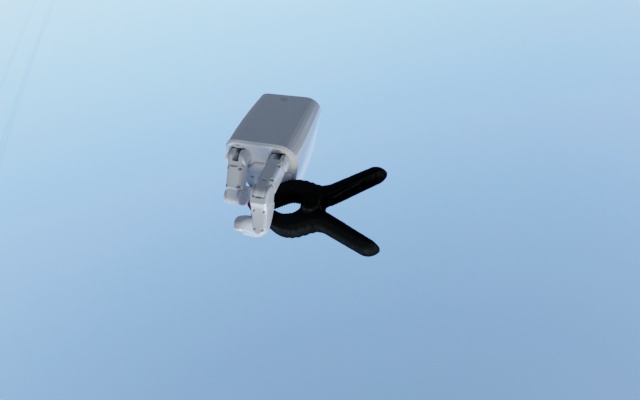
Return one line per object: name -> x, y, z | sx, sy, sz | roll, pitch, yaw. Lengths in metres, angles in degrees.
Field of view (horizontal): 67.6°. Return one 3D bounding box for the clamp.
clamp -> 0.000, 0.002, 0.577 | 0.171, 0.120, 0.039 | 10, -39, 17
